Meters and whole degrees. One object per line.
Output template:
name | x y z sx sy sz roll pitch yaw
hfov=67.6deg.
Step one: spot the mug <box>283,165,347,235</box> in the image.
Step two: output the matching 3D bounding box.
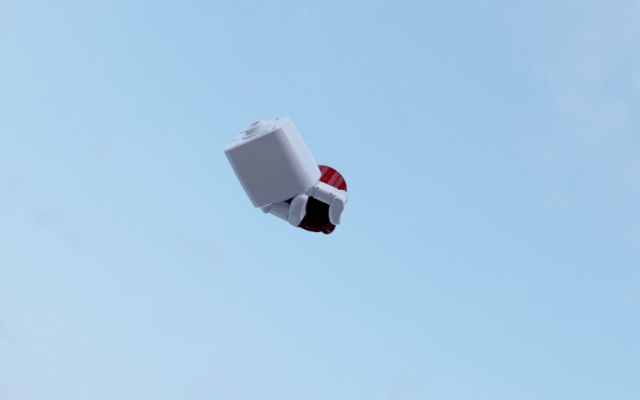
mug | 0.001 0.004 0.810 0.093 0.117 0.081 -10 30 33
